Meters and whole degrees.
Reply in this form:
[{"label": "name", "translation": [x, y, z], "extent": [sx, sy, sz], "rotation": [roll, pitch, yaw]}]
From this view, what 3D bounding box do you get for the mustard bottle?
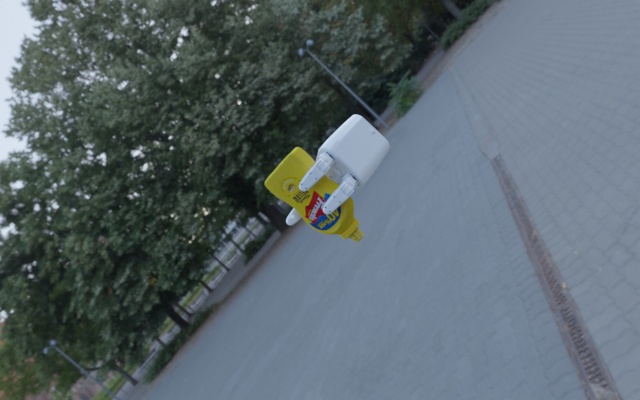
[{"label": "mustard bottle", "translation": [0.000, 0.003, 0.829], "extent": [0.096, 0.191, 0.058], "rotation": [-44, 6, 35]}]
